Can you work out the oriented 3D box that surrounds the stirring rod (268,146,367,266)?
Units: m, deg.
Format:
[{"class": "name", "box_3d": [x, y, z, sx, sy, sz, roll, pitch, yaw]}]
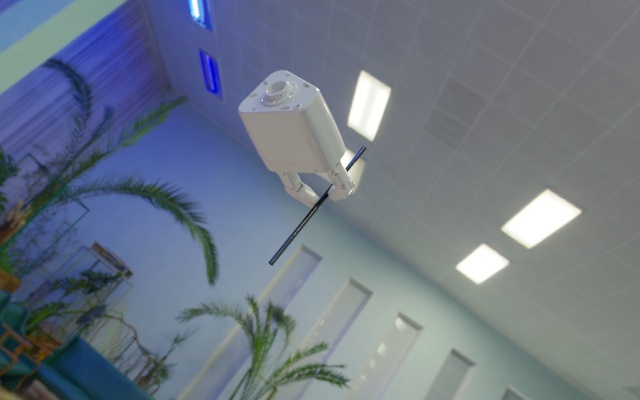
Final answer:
[{"class": "stirring rod", "box_3d": [0.000, 0.002, 0.710, 0.011, 0.239, 0.011, 32, -24, 16]}]
